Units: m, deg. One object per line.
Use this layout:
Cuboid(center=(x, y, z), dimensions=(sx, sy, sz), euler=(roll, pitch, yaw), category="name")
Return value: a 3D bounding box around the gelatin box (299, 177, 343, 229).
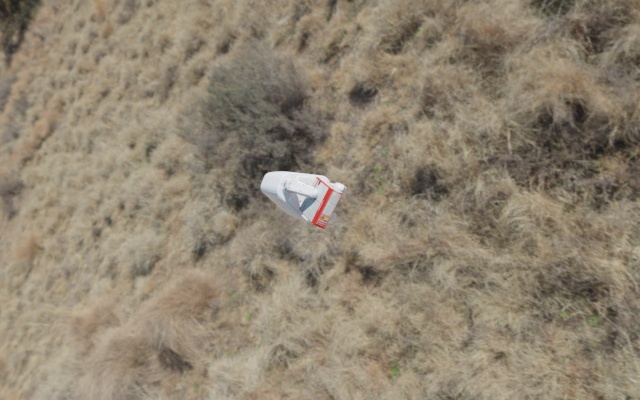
Cuboid(center=(0.000, 0.003, 0.877), dimensions=(0.030, 0.073, 0.089), euler=(25, 7, -23), category="gelatin box")
